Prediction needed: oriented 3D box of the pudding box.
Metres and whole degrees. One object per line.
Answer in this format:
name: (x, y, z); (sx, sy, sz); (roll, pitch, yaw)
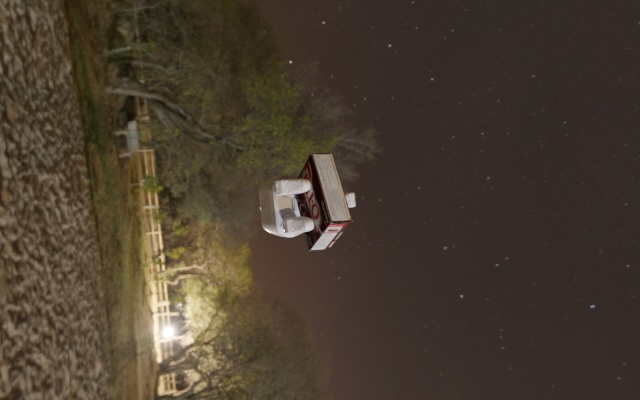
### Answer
pudding box: (0.000, 0.002, 0.677); (0.039, 0.113, 0.090); (-6, -27, -24)
